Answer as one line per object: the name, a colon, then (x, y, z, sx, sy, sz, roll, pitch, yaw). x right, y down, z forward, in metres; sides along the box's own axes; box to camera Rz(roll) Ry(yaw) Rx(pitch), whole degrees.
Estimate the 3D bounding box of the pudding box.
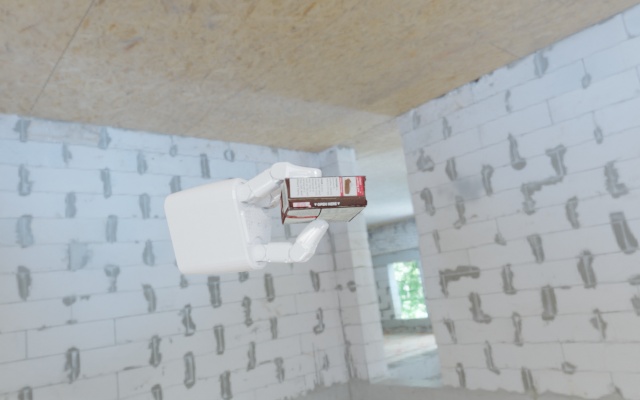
pudding box: (0.000, 0.002, 0.560, 0.090, 0.039, 0.113, -3, -10, -8)
